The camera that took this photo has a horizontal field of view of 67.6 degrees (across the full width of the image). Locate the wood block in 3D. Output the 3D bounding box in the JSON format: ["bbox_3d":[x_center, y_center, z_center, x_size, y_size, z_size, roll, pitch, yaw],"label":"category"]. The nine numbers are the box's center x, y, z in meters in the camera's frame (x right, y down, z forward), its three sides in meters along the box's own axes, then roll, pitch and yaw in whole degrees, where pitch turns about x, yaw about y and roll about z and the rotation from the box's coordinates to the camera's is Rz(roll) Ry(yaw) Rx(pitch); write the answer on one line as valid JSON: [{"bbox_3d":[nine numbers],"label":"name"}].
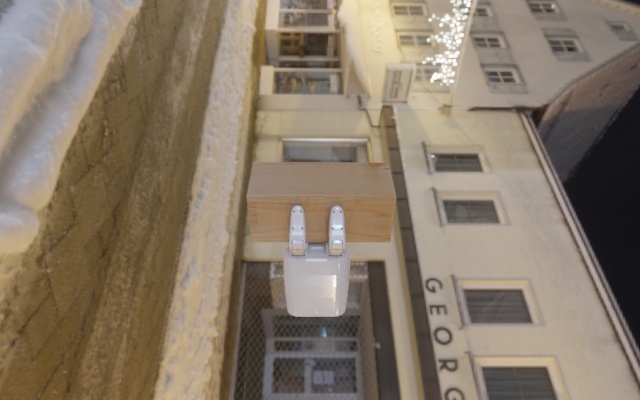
[{"bbox_3d":[0.000,0.002,0.714,0.206,0.090,0.090,0,37,-1],"label":"wood block"}]
